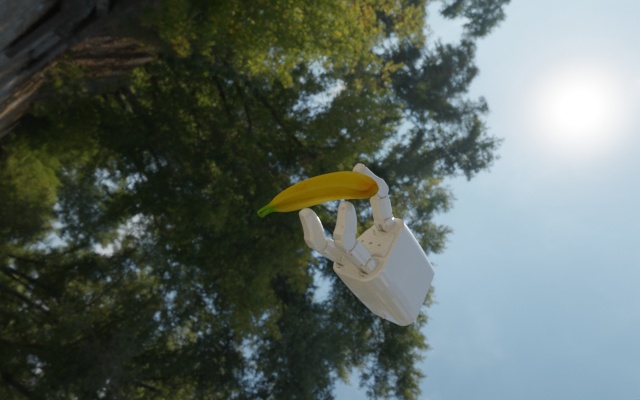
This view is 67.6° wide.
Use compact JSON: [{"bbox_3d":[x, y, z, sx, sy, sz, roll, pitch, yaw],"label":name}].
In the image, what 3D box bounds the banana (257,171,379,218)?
[{"bbox_3d":[0.005,-0.009,0.648,0.198,0.037,0.069,-15,31,37],"label":"banana"}]
